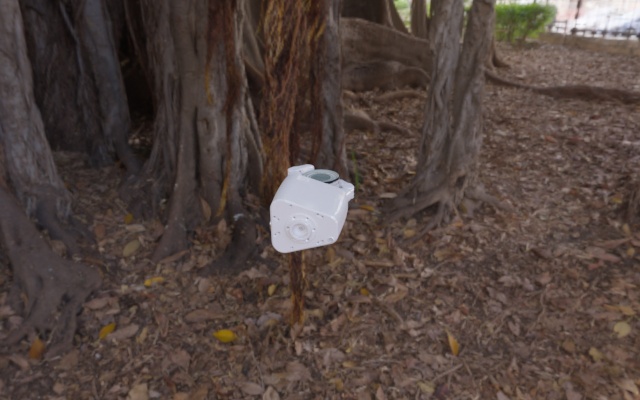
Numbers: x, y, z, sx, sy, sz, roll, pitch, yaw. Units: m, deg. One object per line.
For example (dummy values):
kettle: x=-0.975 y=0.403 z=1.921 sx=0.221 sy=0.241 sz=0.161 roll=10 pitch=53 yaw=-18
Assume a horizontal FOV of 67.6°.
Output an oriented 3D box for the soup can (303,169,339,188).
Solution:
soup can: x=0.000 y=0.002 z=0.859 sx=0.068 sy=0.102 sz=0.068 roll=0 pitch=23 yaw=0
